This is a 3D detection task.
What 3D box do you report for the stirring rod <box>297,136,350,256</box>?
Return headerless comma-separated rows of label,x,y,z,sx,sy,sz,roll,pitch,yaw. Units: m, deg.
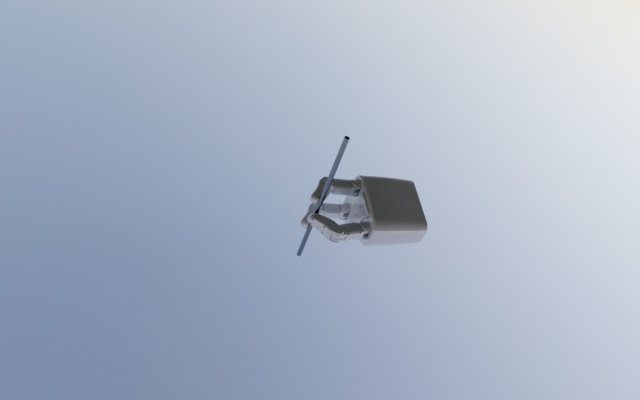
stirring rod,0.000,0.002,0.723,0.011,0.240,0.011,14,39,-11
